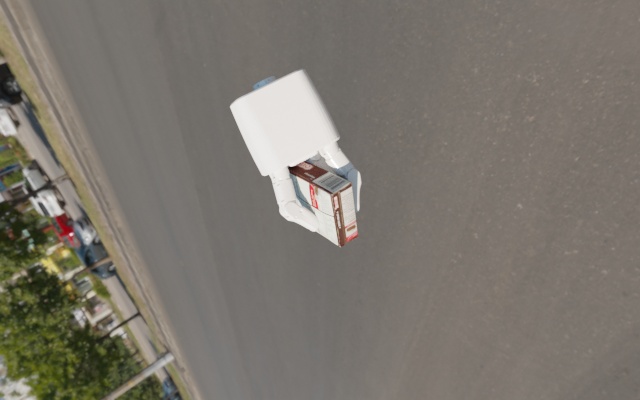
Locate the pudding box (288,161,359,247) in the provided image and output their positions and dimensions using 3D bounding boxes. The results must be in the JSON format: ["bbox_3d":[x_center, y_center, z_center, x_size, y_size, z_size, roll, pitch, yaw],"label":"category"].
[{"bbox_3d":[0.000,0.002,0.671,0.039,0.090,0.113,-29,37,-26],"label":"pudding box"}]
